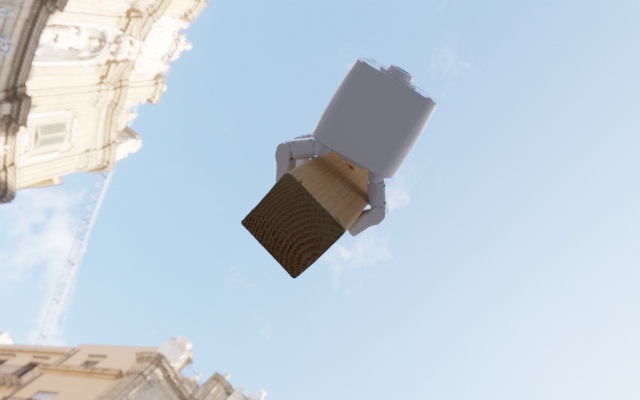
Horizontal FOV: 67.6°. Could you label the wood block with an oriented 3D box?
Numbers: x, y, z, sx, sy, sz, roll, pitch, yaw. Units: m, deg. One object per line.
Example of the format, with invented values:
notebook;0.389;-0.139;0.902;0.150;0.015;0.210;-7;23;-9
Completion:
wood block;0.001;0.002;0.606;0.090;0.091;0.206;-45;-2;24
